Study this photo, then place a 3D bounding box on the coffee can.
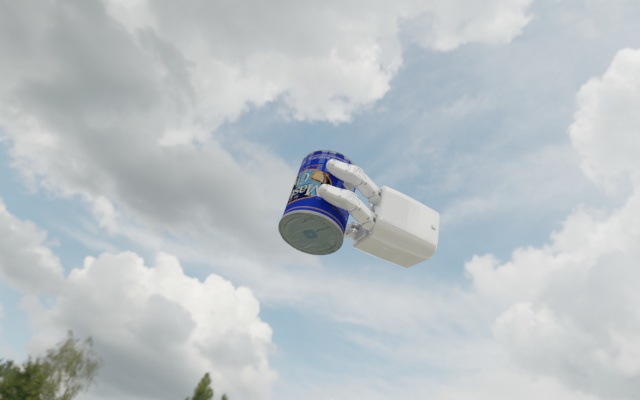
[{"bbox_3d":[0.000,0.003,0.773,0.103,0.140,0.103,10,-41,9],"label":"coffee can"}]
